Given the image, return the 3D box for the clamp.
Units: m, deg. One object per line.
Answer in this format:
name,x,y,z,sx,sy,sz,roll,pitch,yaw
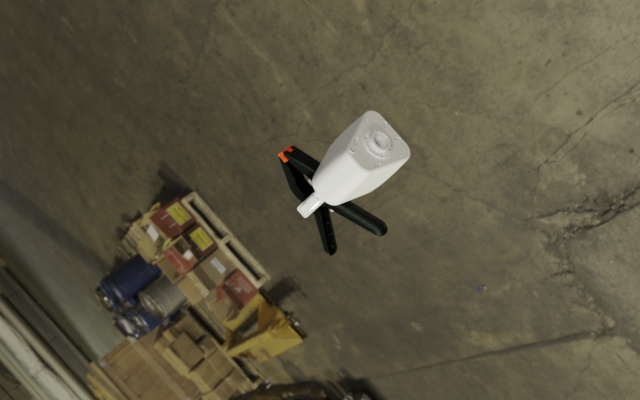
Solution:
clamp,-0.001,0.003,0.805,0.036,0.210,0.165,-41,0,-37
